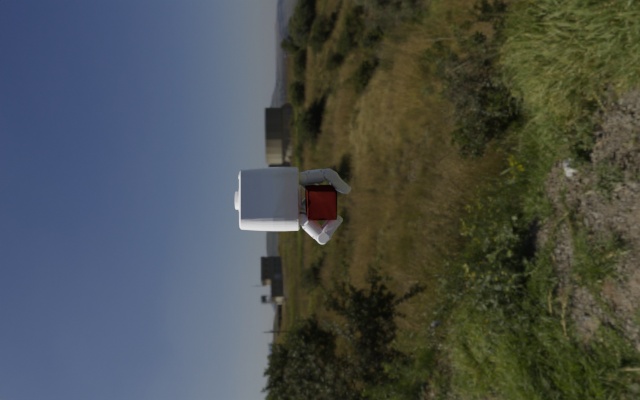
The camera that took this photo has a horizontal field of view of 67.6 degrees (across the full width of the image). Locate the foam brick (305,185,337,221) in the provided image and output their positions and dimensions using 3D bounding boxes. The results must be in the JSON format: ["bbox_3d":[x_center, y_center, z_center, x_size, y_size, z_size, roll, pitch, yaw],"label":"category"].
[{"bbox_3d":[0.000,0.003,0.842,0.051,0.053,0.078,-1,9,-4],"label":"foam brick"}]
